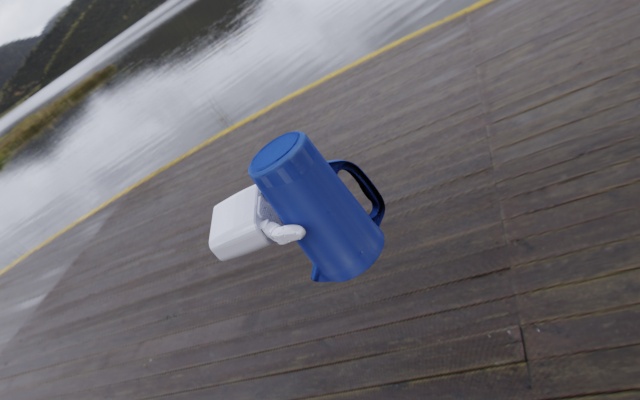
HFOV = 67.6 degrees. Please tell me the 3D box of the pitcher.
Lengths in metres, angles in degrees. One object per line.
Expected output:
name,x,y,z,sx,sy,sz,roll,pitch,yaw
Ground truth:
pitcher,0.000,0.003,0.787,0.145,0.243,0.149,-22,30,25
